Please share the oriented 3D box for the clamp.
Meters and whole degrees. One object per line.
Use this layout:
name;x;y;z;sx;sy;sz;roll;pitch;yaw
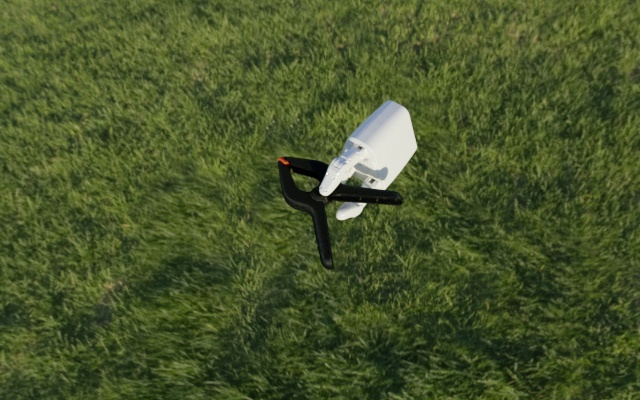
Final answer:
clamp;0.000;0.002;0.752;0.210;0.164;0.036;33;-22;23
